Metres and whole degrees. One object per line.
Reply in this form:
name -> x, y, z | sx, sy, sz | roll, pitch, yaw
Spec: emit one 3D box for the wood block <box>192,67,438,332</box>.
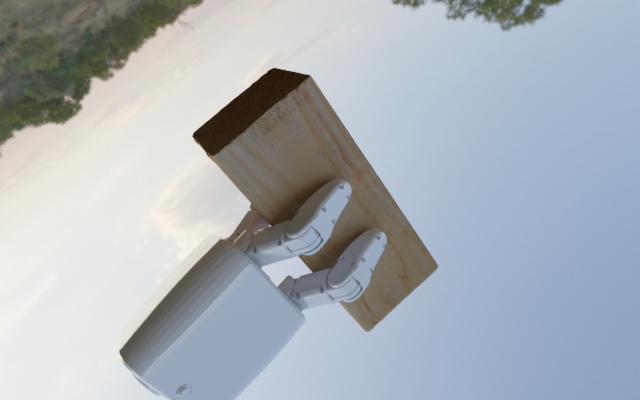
wood block -> 0.000, 0.002, 0.403 | 0.090, 0.206, 0.090 | -41, 29, -7
